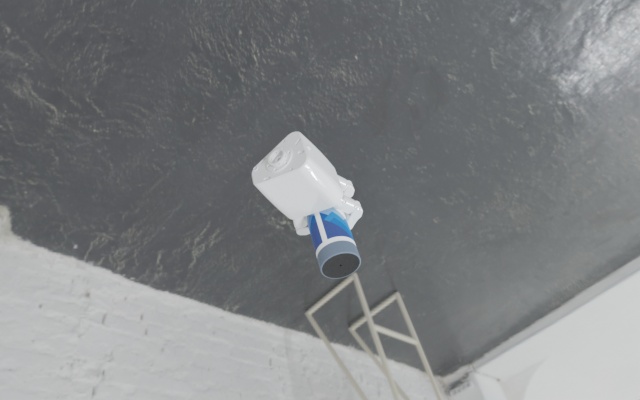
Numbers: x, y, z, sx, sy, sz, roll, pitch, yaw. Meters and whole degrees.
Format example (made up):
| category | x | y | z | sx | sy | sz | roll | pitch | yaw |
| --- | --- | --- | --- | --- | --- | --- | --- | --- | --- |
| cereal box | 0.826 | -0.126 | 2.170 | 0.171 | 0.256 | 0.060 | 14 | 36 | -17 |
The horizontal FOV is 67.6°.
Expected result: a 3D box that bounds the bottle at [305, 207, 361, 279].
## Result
| category | x | y | z | sx | sy | sz | roll | pitch | yaw |
| --- | --- | --- | --- | --- | --- | --- | --- | --- | --- |
| bottle | 0.000 | 0.003 | 0.856 | 0.069 | 0.069 | 0.295 | 0 | 43 | -18 |
